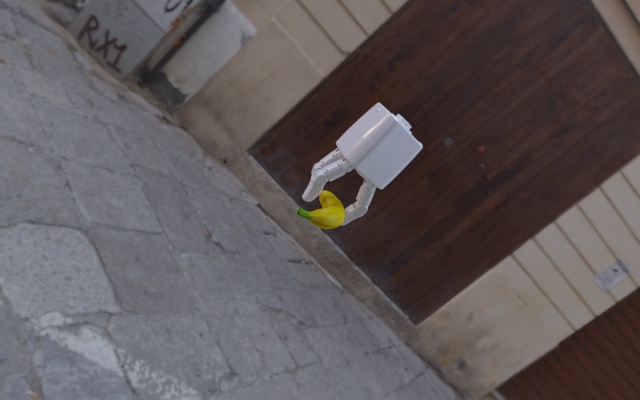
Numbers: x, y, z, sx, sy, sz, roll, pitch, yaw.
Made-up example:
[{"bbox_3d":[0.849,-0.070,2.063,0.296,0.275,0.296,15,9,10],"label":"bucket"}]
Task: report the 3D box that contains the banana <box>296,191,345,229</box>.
[{"bbox_3d":[0.013,0.016,0.846,0.069,0.037,0.198,42,13,2],"label":"banana"}]
